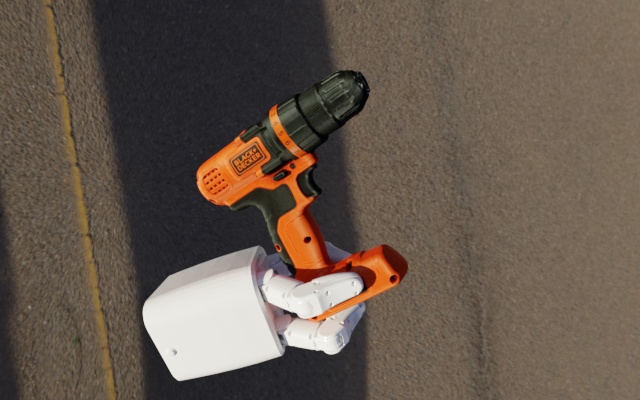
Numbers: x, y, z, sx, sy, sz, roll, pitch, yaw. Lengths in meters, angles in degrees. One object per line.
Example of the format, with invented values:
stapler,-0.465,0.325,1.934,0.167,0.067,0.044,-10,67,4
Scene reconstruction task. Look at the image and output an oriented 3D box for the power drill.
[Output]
power drill,0.000,0.002,0.432,0.184,0.187,0.057,-31,2,24
